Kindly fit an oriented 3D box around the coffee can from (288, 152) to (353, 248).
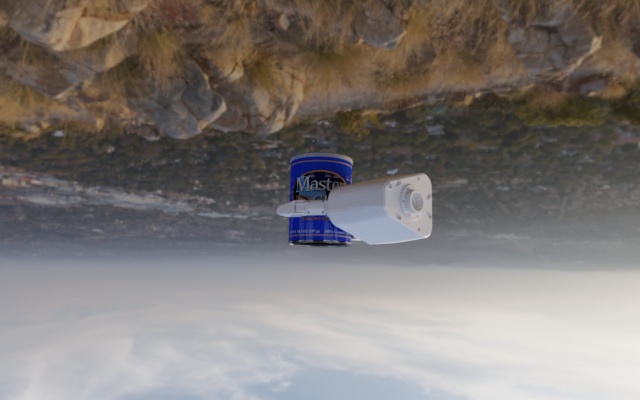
[{"bbox_3d":[0.000,0.002,0.774,0.103,0.140,0.103,1,-10,0],"label":"coffee can"}]
